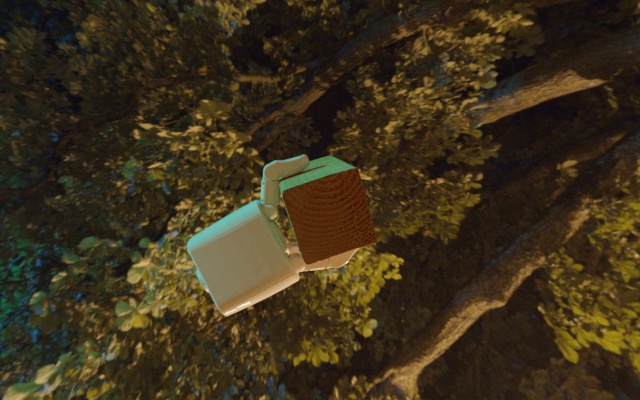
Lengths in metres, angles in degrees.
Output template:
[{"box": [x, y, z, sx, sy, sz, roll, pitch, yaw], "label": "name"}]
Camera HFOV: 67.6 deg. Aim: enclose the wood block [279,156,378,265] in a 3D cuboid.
[{"box": [0.000, 0.002, 0.624, 0.090, 0.091, 0.206, -18, 11, -4], "label": "wood block"}]
